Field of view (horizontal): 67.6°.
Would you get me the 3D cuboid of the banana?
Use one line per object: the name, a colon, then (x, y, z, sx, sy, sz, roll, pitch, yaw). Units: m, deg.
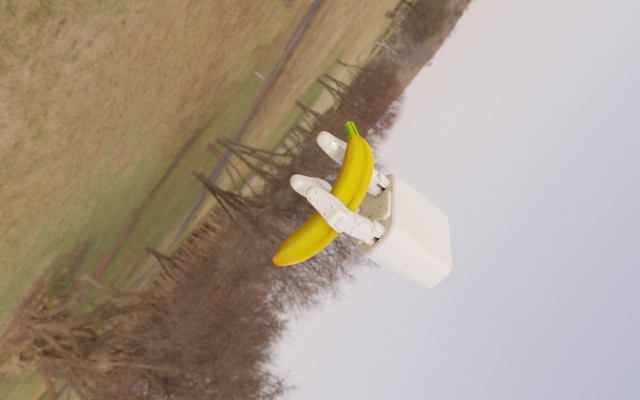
banana: (0.011, 0.006, 0.564, 0.037, 0.198, 0.069, 26, 7, -37)
